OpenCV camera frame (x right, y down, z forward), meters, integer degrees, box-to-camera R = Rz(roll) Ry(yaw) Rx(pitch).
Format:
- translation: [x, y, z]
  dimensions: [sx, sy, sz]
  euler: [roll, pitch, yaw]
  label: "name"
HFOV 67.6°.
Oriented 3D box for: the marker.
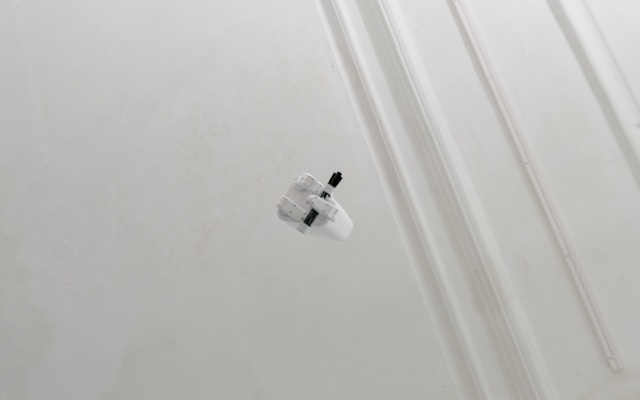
- translation: [0.000, 0.003, 0.803]
  dimensions: [0.020, 0.121, 0.020]
  euler: [33, -7, 4]
  label: "marker"
